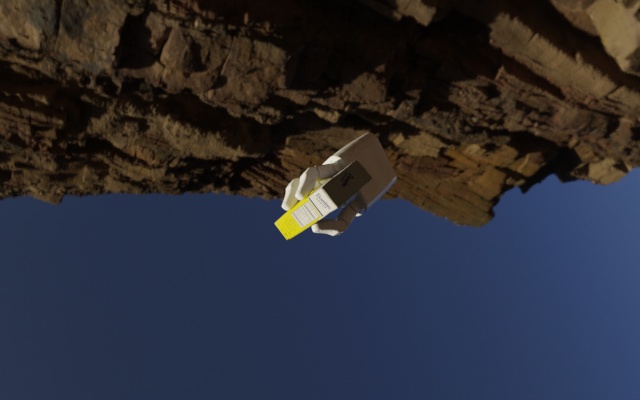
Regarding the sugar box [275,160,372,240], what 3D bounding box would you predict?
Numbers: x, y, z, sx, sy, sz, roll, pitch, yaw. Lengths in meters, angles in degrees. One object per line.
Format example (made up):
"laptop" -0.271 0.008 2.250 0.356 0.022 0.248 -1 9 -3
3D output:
"sugar box" 0.000 0.002 0.788 0.093 0.048 0.176 -40 0 -36
